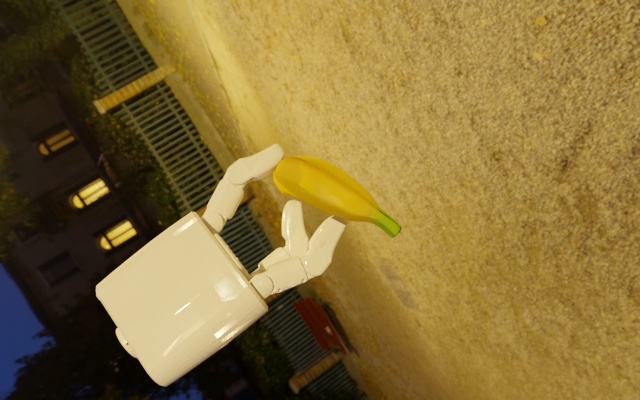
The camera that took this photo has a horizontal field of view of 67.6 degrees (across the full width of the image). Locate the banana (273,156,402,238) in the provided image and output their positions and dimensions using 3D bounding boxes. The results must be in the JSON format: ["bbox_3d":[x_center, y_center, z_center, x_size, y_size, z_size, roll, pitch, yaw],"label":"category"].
[{"bbox_3d":[-0.008,-0.011,0.431,0.037,0.070,0.197,-42,27,-12],"label":"banana"}]
